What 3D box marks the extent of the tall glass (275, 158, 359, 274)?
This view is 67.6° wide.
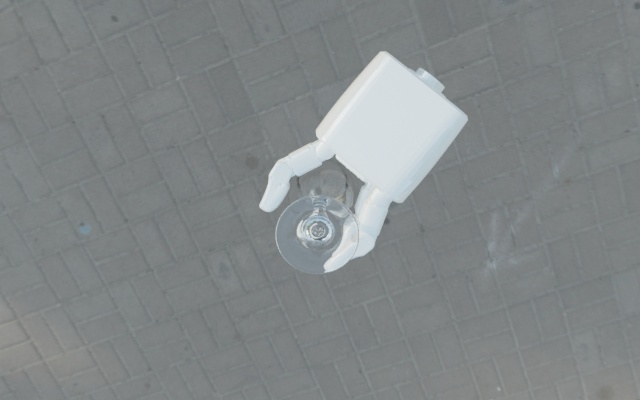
[{"bbox_3d":[0.000,0.002,0.514,0.079,0.079,0.201,0,17,1],"label":"tall glass"}]
